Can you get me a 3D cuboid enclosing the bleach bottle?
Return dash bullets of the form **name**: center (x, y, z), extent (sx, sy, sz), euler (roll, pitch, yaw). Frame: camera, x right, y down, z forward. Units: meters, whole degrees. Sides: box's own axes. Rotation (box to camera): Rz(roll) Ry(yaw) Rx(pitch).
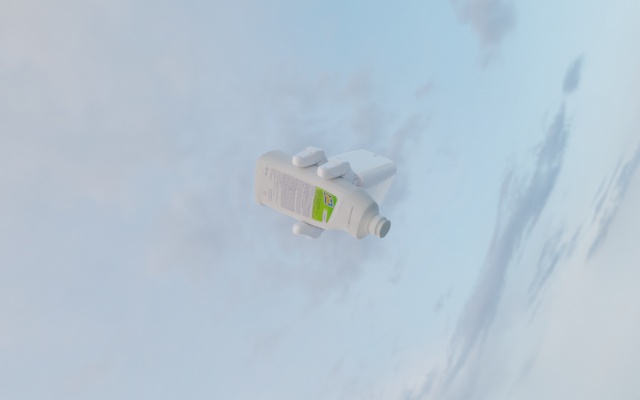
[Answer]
- **bleach bottle**: center (0.000, 0.002, 0.760), extent (0.250, 0.103, 0.068), euler (27, 34, 35)
